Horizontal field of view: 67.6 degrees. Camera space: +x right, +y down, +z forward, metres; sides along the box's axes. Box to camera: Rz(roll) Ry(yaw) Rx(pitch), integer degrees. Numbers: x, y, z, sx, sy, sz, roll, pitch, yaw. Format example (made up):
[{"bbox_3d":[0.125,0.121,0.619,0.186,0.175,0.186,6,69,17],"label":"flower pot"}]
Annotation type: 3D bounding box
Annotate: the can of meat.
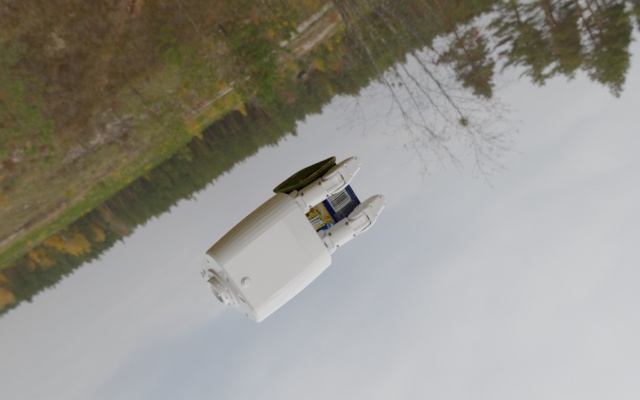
[{"bbox_3d":[0.000,0.002,0.587,0.057,0.084,0.102,-39,12,-30],"label":"can of meat"}]
